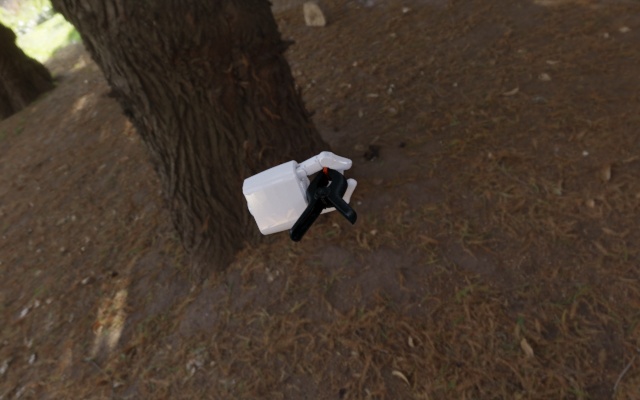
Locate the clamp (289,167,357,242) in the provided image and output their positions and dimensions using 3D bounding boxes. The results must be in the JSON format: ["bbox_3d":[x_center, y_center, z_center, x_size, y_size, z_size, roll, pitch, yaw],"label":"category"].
[{"bbox_3d":[0.000,0.002,0.831,0.120,0.039,0.171,-19,33,10],"label":"clamp"}]
